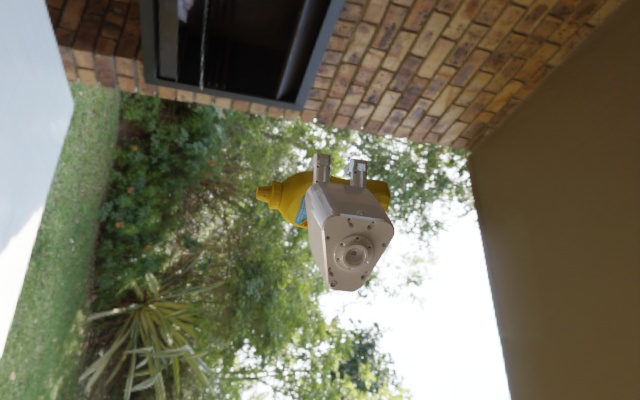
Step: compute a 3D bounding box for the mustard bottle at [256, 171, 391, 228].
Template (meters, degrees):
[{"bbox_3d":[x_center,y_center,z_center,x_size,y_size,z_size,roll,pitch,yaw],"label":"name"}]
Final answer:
[{"bbox_3d":[0.000,0.002,0.712,0.191,0.058,0.096,8,-46,-14],"label":"mustard bottle"}]
